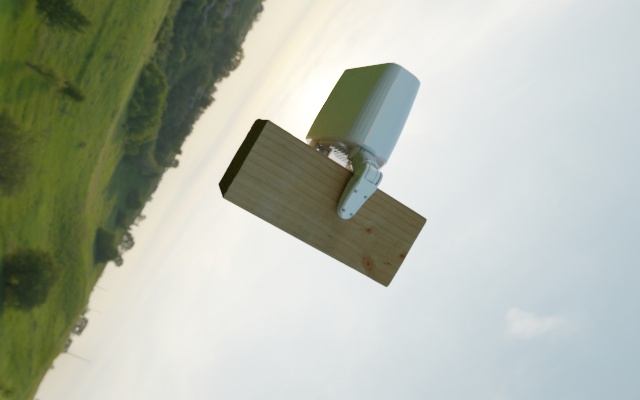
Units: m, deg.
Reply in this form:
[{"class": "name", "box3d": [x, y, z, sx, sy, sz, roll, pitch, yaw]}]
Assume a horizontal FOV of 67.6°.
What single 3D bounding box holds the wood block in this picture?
[{"class": "wood block", "box3d": [0.000, 0.002, 0.531, 0.206, 0.090, 0.091, 30, 1, -18]}]
